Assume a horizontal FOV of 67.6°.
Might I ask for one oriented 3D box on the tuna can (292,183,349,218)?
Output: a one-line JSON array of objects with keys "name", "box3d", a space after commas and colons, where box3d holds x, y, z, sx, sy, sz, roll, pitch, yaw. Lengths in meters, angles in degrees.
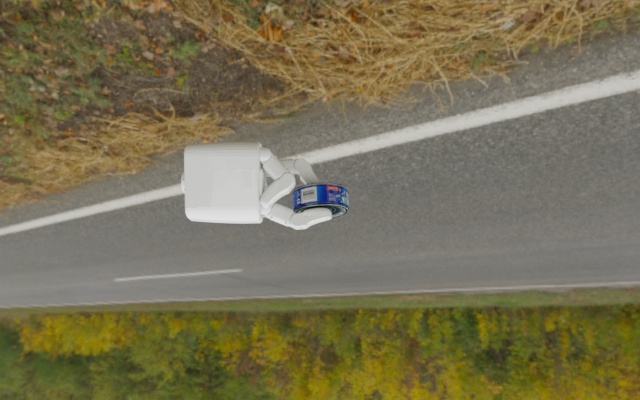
[{"name": "tuna can", "box3d": [0.000, 0.003, 0.719, 0.086, 0.033, 0.086, -3, -17, -1]}]
